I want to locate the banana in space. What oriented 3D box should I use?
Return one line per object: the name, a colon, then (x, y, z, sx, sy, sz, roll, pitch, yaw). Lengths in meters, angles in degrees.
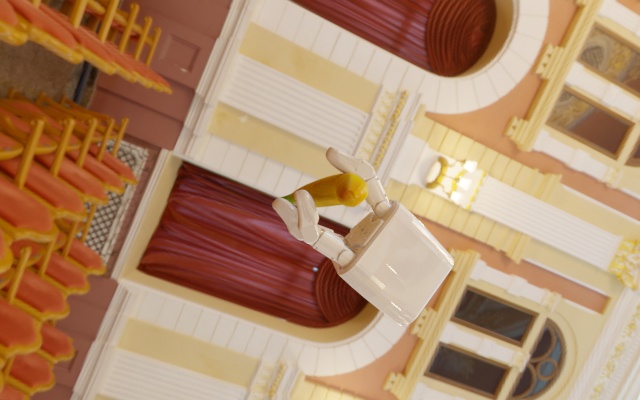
banana: (0.013, -0.007, 0.572, 0.069, 0.037, 0.198, -32, 10, -24)
